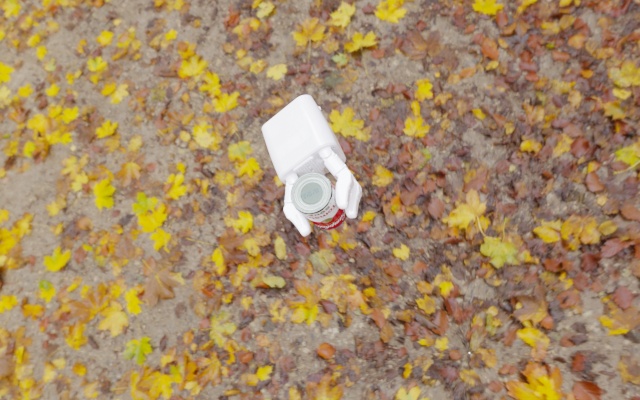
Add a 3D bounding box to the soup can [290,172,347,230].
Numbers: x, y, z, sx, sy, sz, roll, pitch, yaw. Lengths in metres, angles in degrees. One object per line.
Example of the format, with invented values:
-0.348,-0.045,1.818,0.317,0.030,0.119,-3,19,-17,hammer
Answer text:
0.000,0.003,0.757,0.068,0.068,0.102,0,-17,17,soup can
